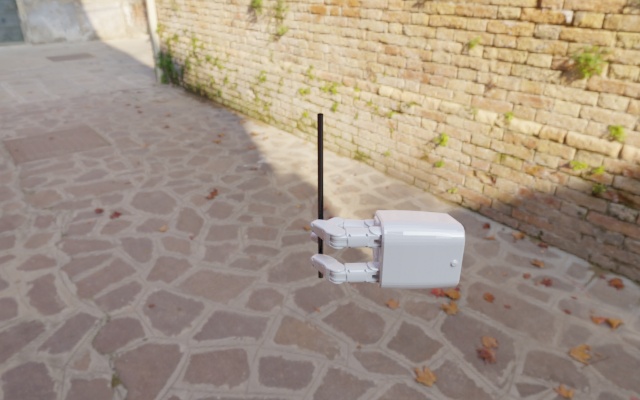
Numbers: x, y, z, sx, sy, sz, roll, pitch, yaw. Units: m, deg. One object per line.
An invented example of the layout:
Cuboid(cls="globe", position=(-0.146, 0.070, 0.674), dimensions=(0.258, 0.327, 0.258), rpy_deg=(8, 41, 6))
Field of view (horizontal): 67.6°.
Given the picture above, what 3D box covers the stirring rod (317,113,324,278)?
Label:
Cuboid(cls="stirring rod", position=(0.000, 0.002, 0.638), dimensions=(0.011, 0.240, 0.011), rpy_deg=(0, 26, 0))
